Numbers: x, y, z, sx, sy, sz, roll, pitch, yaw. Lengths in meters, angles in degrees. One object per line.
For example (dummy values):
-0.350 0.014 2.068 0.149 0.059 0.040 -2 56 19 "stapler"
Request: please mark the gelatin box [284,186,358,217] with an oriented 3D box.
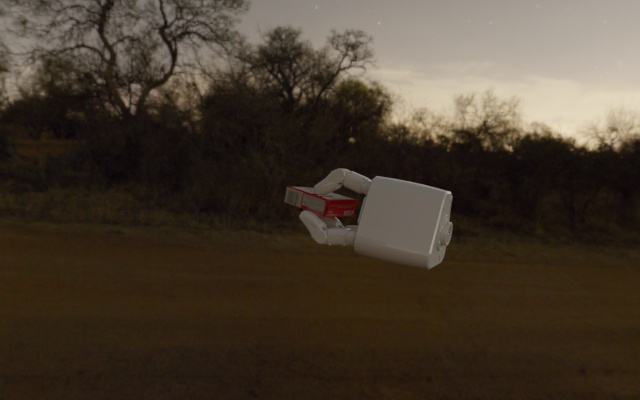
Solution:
0.000 0.002 0.739 0.089 0.030 0.073 19 12 39 "gelatin box"
